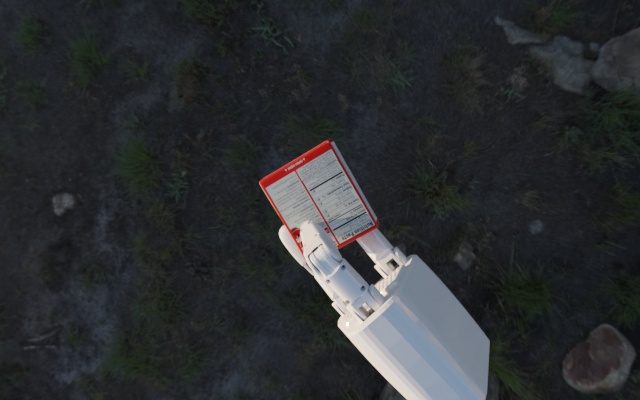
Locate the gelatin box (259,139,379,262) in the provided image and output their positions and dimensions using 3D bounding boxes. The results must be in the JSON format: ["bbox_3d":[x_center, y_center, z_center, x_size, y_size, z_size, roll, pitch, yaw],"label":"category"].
[{"bbox_3d":[0.000,0.001,0.427,0.073,0.089,0.030,-30,4,12],"label":"gelatin box"}]
